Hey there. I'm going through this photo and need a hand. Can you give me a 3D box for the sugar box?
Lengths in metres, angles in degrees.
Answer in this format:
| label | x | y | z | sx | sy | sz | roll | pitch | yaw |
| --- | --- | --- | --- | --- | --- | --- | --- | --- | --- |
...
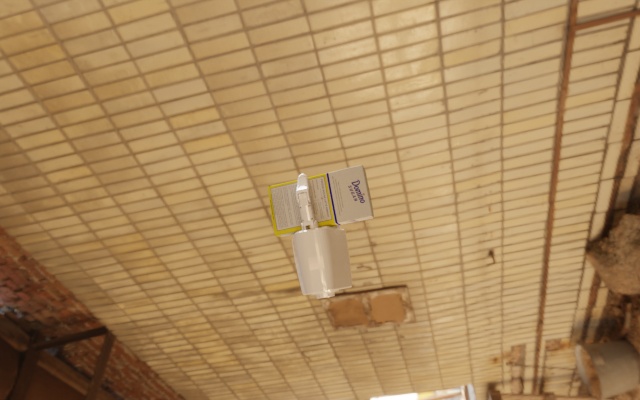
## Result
| label | x | y | z | sx | sy | sz | roll | pitch | yaw |
| --- | --- | --- | --- | --- | --- | --- | --- | --- | --- |
| sugar box | 0.000 | 0.003 | 0.844 | 0.176 | 0.093 | 0.048 | -11 | -10 | 9 |
